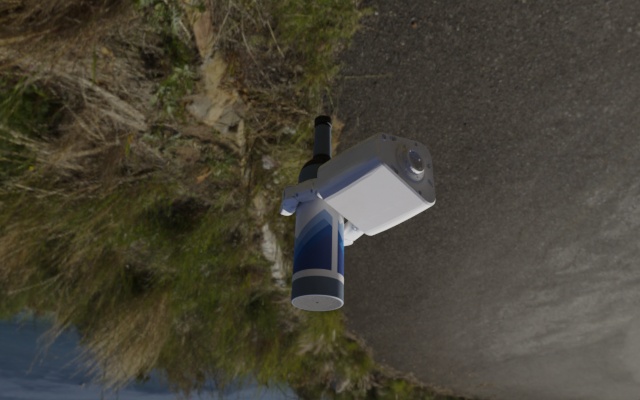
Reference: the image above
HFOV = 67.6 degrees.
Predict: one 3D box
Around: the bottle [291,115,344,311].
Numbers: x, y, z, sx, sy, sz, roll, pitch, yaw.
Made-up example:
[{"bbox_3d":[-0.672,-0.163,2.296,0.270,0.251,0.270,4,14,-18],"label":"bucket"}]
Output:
[{"bbox_3d":[0.000,0.002,0.675,0.069,0.295,0.069,1,-30,1],"label":"bottle"}]
